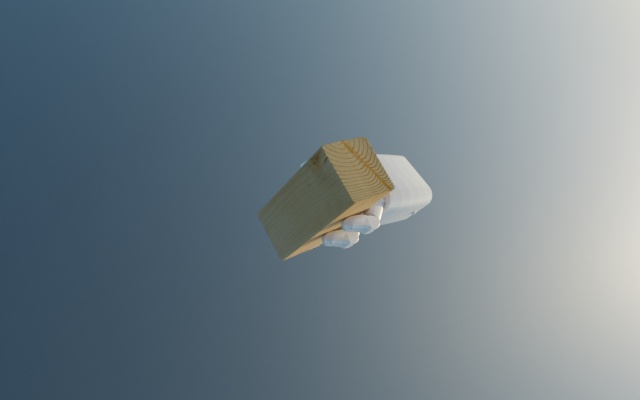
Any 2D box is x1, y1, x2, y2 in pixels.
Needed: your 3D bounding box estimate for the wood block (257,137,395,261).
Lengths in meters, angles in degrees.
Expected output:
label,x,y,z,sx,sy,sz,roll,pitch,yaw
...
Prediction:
label,x,y,z,sx,sy,sz,roll,pitch,yaw
wood block,0.000,0.002,0.717,0.090,0.091,0.206,-18,-16,-41
